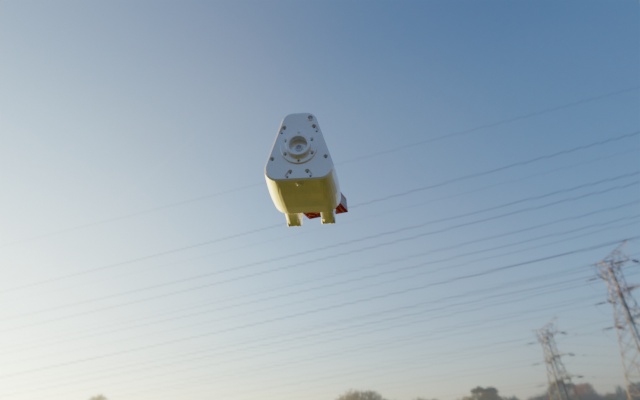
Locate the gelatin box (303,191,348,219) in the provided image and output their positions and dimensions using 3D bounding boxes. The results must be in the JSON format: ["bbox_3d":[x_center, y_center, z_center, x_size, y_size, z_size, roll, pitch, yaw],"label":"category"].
[{"bbox_3d":[0.000,0.002,0.813,0.073,0.030,0.089,-11,-20,15],"label":"gelatin box"}]
